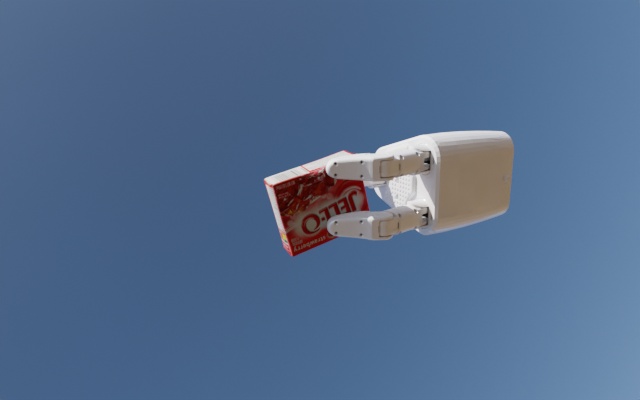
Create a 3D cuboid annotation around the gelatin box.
[{"bbox_3d":[0.000,0.001,0.450,0.089,0.073,0.030,-21,22,-18],"label":"gelatin box"}]
